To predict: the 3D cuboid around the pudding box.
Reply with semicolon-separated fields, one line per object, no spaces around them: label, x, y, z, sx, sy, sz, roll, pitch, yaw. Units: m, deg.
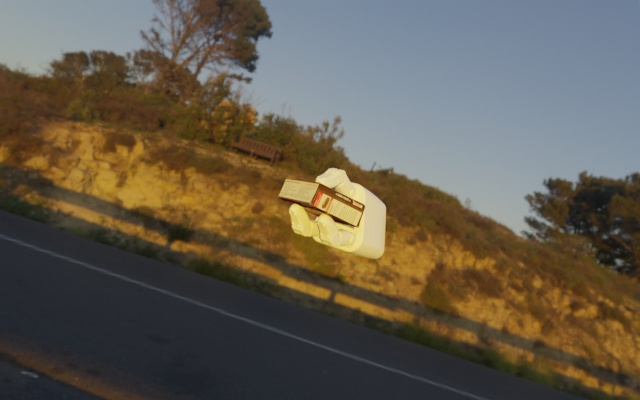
pudding box;0.000;0.002;0.718;0.090;0.039;0.113;25;-9;-29
